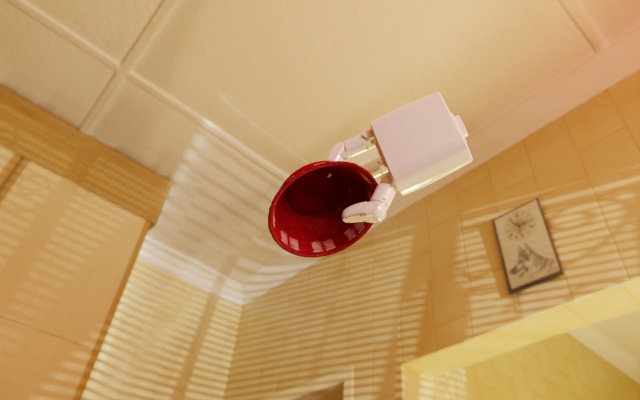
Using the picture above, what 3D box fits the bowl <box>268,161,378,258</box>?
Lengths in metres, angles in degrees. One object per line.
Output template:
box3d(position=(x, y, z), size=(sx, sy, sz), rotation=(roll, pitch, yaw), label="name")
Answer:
box3d(position=(-0.001, 0.002, 0.670), size=(0.162, 0.162, 0.055), rotation=(0, 34, -22), label="bowl")
